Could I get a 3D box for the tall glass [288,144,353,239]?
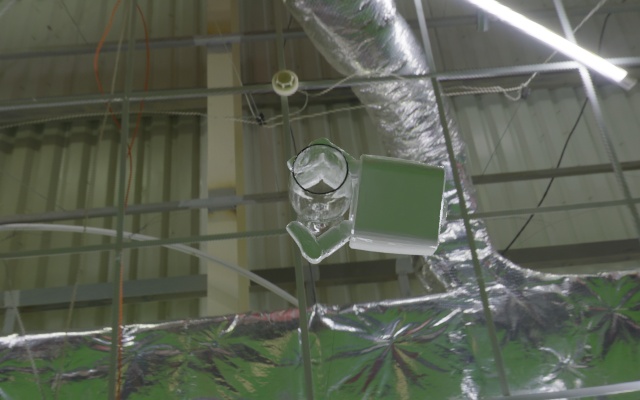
[{"bbox_3d":[0.000,0.002,0.609,0.079,0.079,0.201,0,-22,0],"label":"tall glass"}]
